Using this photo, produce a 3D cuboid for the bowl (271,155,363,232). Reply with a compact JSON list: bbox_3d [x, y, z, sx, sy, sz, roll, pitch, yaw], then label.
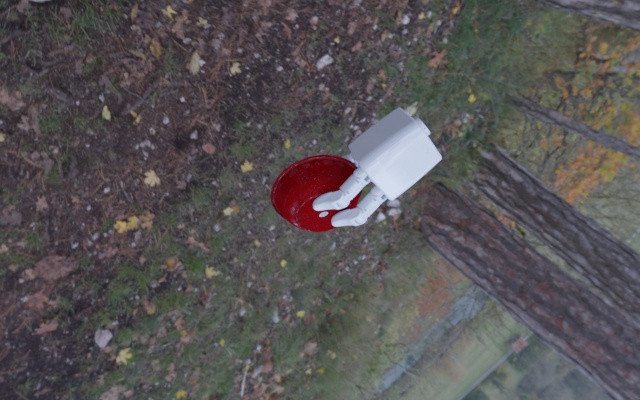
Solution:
[{"bbox_3d":[-0.001,0.004,0.798,0.162,0.055,0.162,-8,-44,-8],"label":"bowl"}]
